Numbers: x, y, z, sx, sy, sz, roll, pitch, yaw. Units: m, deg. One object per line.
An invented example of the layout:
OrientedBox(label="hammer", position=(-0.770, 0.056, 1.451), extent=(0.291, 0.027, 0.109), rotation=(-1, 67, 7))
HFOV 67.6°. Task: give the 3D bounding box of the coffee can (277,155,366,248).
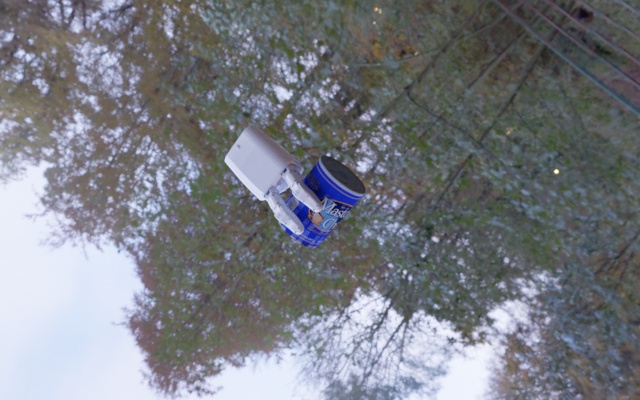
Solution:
OrientedBox(label="coffee can", position=(0.000, 0.003, 0.878), extent=(0.103, 0.140, 0.102), rotation=(34, 21, -15))
